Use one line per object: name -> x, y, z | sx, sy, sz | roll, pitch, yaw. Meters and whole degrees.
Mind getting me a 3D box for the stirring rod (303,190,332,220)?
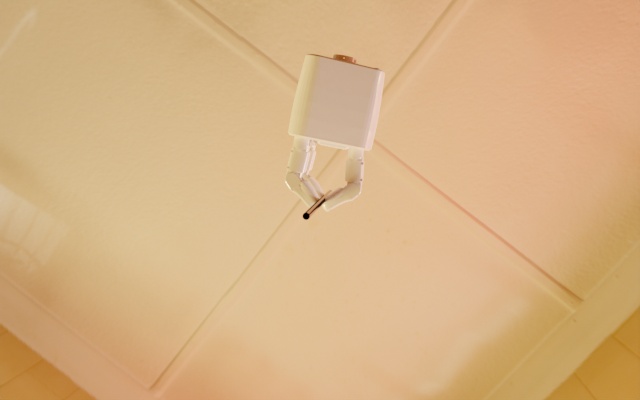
stirring rod -> 0.000, 0.002, 0.630 | 0.011, 0.011, 0.239 | 0, 7, 7
